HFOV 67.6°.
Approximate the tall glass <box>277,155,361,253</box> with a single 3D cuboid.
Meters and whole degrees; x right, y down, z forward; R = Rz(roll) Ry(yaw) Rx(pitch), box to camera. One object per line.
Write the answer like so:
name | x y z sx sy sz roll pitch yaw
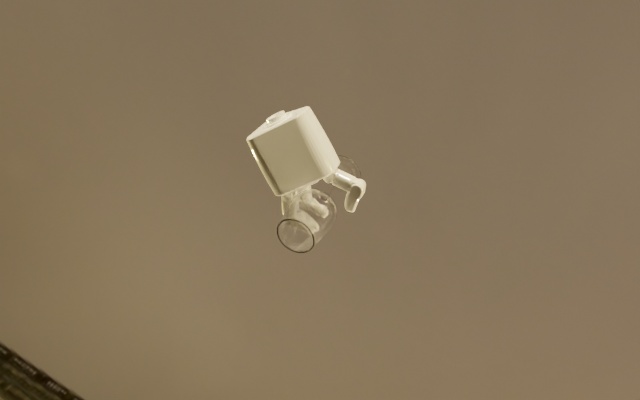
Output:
tall glass | 0.001 0.002 0.782 0.079 0.079 0.201 0 31 26
